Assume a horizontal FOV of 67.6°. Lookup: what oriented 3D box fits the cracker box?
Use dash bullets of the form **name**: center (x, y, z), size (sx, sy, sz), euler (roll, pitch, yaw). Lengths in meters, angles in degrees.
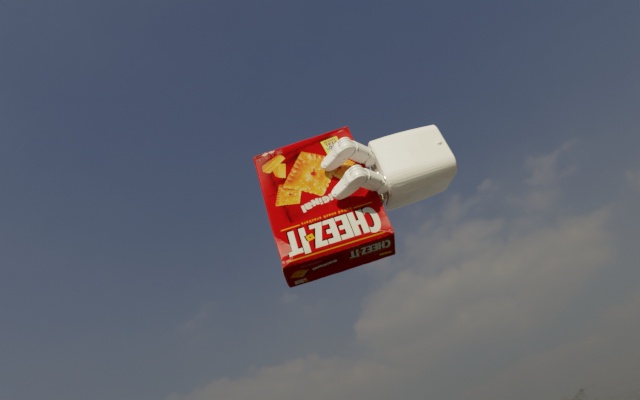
- **cracker box**: center (0.000, 0.002, 0.725), size (0.164, 0.213, 0.072), euler (-18, -35, -2)
